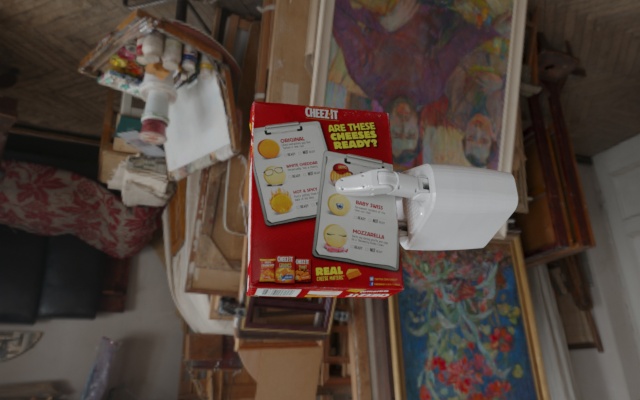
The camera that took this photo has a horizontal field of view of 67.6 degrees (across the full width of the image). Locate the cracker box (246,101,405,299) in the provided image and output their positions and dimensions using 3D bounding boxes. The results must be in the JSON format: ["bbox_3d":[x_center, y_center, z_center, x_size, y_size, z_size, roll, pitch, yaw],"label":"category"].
[{"bbox_3d":[0.000,0.002,0.546,0.164,0.213,0.072,3,-22,-12],"label":"cracker box"}]
